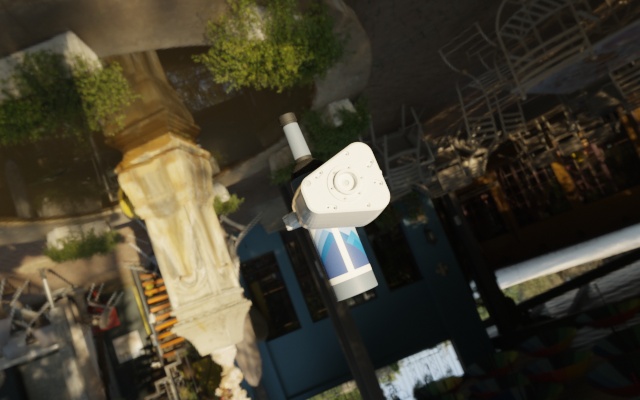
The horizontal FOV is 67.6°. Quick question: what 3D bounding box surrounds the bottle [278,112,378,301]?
[{"bbox_3d":[0.000,0.003,0.730,0.069,0.295,0.069,-21,-9,-3],"label":"bottle"}]
